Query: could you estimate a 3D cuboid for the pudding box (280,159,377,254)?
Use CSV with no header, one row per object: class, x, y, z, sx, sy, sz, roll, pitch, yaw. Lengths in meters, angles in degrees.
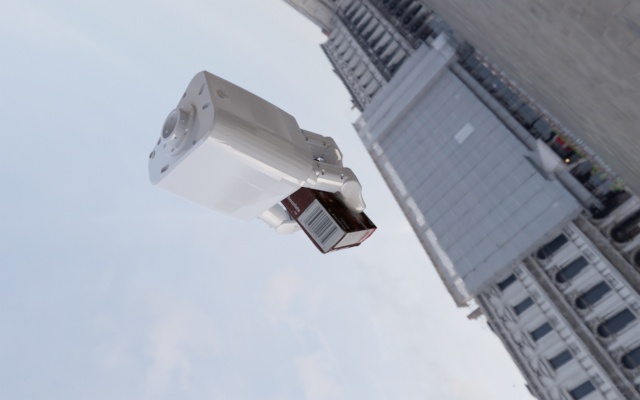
pudding box,0.000,0.002,0.516,0.039,0.113,0.090,-45,-18,21
